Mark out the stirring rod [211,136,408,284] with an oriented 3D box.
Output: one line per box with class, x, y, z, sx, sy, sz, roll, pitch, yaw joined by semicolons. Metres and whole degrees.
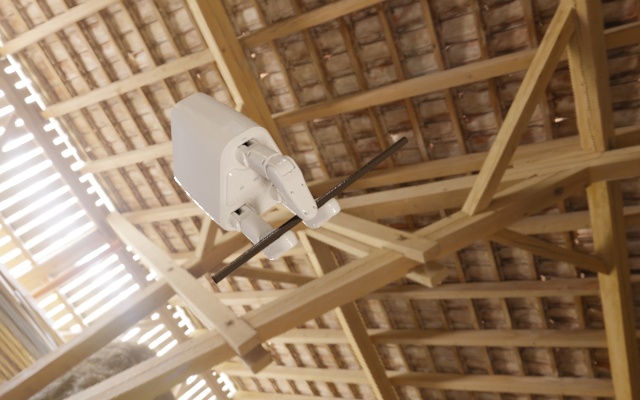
stirring rod;0.000;0.001;0.445;0.239;0.011;0.011;-36;17;-25
